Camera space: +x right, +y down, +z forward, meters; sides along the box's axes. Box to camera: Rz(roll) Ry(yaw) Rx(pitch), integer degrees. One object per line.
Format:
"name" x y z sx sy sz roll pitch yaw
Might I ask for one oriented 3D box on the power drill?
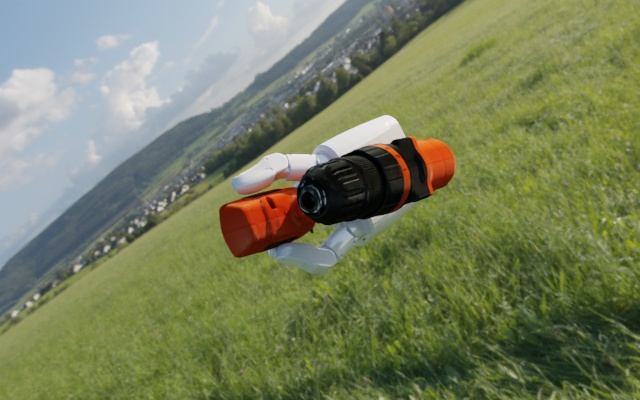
"power drill" 0.000 0.001 0.401 0.188 0.057 0.184 -18 -3 40
